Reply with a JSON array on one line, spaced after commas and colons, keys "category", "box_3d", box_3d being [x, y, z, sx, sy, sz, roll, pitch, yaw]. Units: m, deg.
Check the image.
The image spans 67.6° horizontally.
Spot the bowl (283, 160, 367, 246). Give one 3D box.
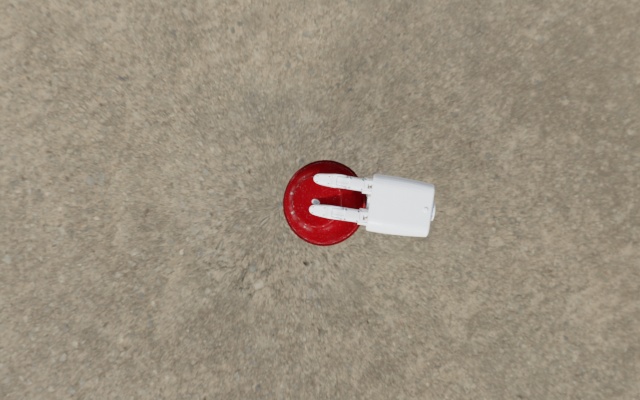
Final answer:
[{"category": "bowl", "box_3d": [-0.001, 0.003, 0.867, 0.162, 0.162, 0.055, 0, -3, 15]}]
